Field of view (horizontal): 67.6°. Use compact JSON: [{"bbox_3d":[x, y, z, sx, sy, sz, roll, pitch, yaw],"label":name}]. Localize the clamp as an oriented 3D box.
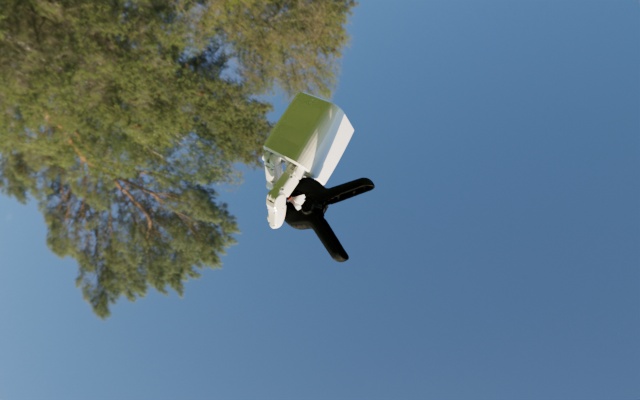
[{"bbox_3d":[0.000,0.003,0.696,0.171,0.120,0.039,29,-3,37],"label":"clamp"}]
